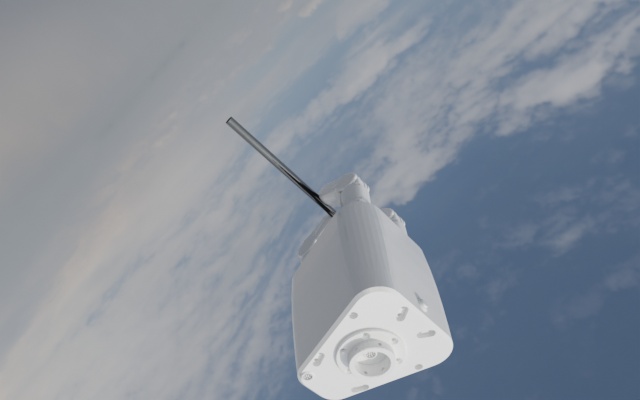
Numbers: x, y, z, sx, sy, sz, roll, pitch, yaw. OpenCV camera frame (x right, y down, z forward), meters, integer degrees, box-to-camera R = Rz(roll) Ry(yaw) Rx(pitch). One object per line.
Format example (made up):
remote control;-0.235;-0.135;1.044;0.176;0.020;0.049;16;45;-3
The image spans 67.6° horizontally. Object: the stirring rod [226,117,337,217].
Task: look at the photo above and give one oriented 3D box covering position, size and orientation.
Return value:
stirring rod;0.000;0.002;0.475;0.239;0.011;0.011;42;-20;-24
